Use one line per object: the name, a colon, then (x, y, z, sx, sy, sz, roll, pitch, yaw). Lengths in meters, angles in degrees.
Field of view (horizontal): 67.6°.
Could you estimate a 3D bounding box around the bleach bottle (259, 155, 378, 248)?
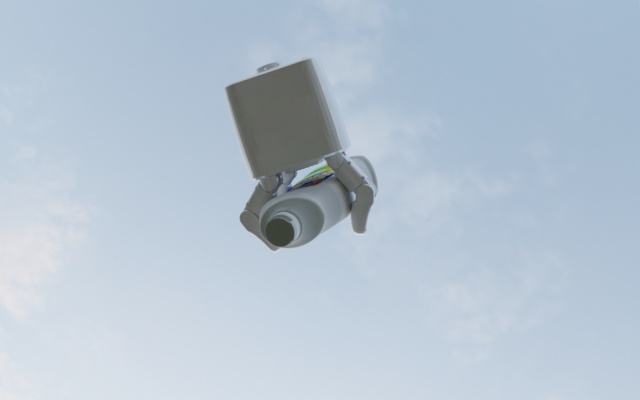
bleach bottle: (0.000, 0.002, 0.552, 0.102, 0.068, 0.250, -16, 7, 17)
